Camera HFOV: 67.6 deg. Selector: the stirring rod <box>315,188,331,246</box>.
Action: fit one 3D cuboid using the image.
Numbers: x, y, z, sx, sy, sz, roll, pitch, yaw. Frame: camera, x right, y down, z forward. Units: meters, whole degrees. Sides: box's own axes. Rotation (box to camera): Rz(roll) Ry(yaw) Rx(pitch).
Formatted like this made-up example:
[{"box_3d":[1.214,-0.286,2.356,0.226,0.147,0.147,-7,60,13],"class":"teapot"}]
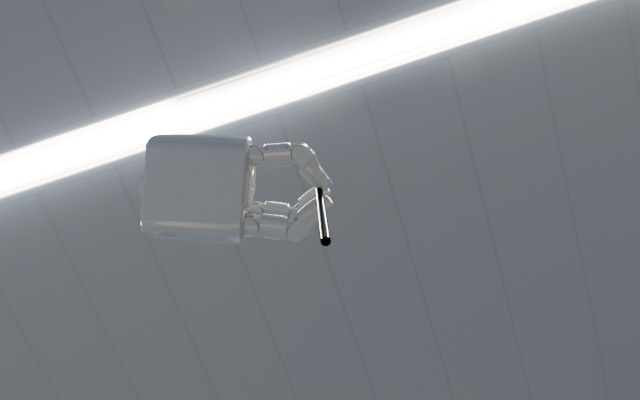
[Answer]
[{"box_3d":[0.000,0.002,0.475,0.011,0.011,0.239,0,14,-2],"class":"stirring rod"}]
